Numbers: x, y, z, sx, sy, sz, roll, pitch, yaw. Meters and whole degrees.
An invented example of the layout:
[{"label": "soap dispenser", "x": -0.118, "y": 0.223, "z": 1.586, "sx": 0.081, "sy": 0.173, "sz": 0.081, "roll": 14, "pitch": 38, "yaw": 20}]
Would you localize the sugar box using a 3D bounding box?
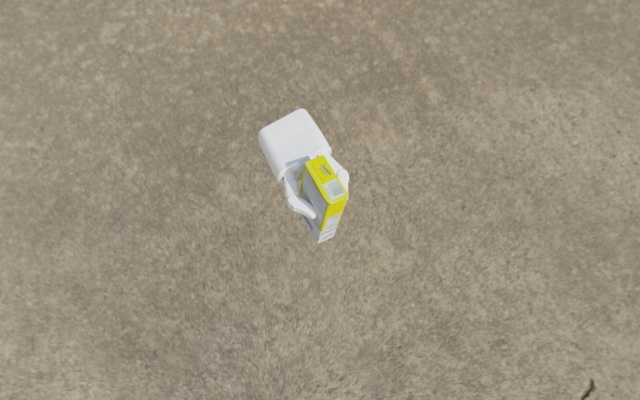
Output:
[{"label": "sugar box", "x": 0.001, "y": 0.003, "z": 0.894, "sx": 0.048, "sy": 0.093, "sz": 0.176, "roll": -24, "pitch": -21, "yaw": -16}]
